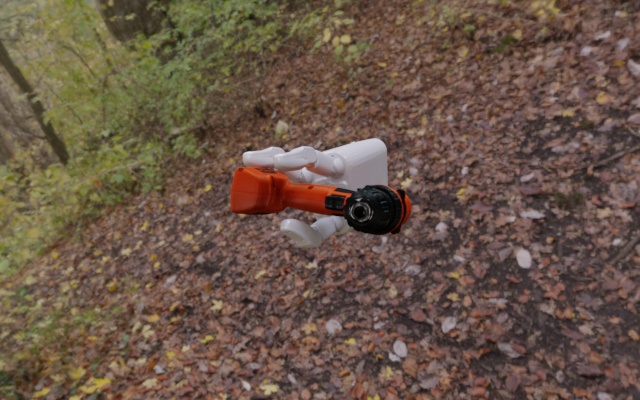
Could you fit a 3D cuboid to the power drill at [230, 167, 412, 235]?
[{"bbox_3d":[0.000,0.002,0.526,0.187,0.057,0.184,10,1,18],"label":"power drill"}]
